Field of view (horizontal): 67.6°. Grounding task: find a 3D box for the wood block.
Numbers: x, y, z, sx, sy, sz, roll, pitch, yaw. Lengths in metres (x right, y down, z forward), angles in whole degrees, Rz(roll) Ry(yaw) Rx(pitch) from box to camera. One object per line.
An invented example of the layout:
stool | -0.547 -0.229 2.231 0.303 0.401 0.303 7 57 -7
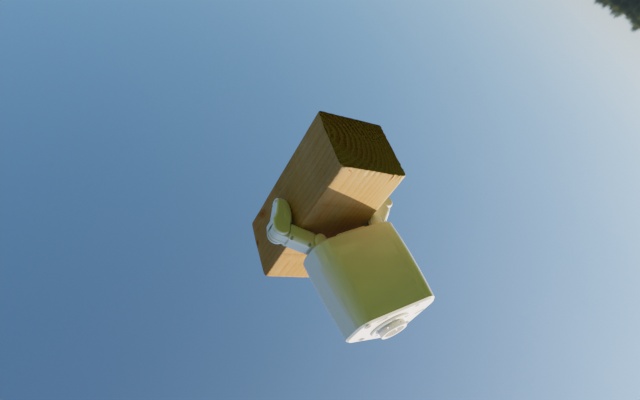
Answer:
wood block | 0.000 0.002 0.594 0.091 0.090 0.206 7 -44 -31
